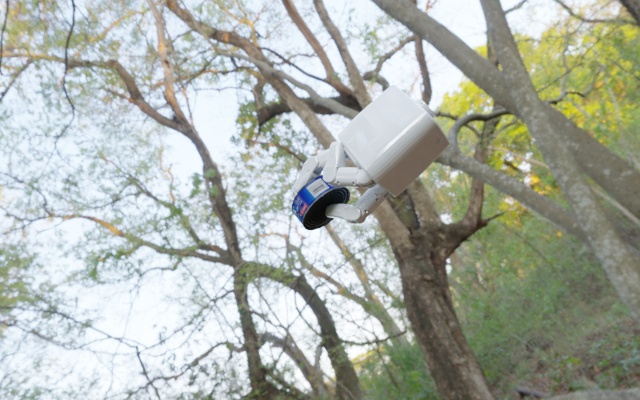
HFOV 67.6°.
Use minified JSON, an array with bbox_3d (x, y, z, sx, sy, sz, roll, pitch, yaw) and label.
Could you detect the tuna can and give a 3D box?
[{"bbox_3d":[0.000,0.002,0.703,0.086,0.086,0.033,0,42,-52],"label":"tuna can"}]
